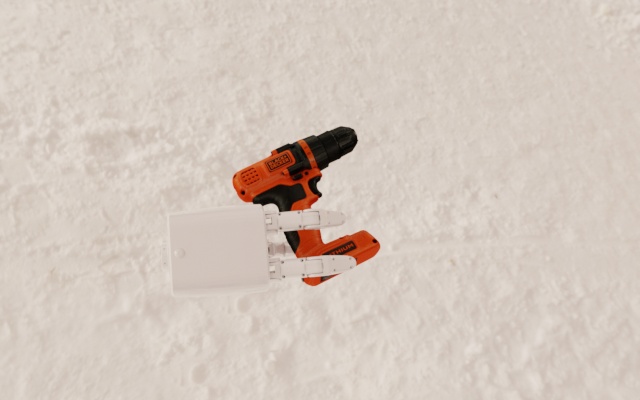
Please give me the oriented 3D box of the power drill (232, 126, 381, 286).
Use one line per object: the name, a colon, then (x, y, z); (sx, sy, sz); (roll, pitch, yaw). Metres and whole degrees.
power drill: (0.000, 0.003, 0.626); (0.184, 0.187, 0.057); (-27, -23, -9)
